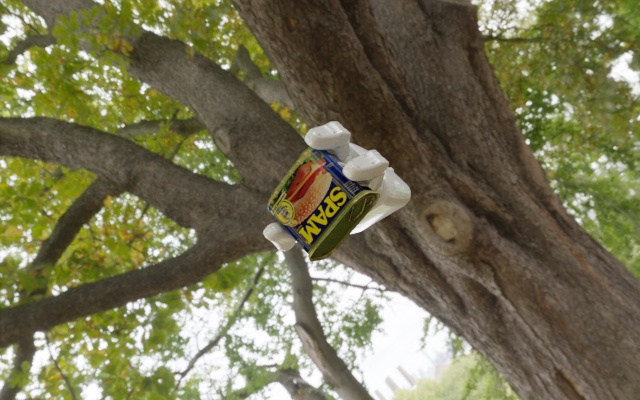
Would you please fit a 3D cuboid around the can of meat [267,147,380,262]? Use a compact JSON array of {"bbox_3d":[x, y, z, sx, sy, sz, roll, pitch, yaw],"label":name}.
[{"bbox_3d":[0.000,0.002,0.527,0.084,0.102,0.057,46,20,22],"label":"can of meat"}]
